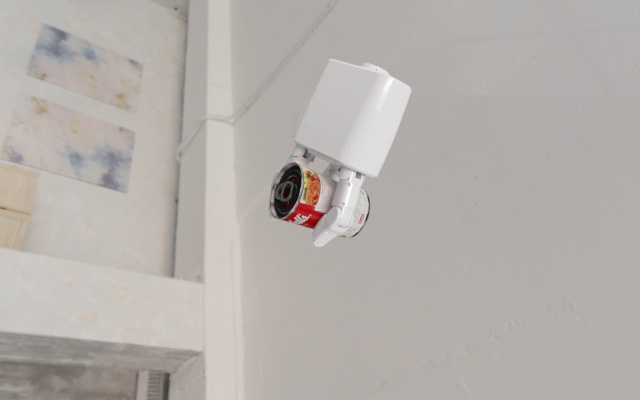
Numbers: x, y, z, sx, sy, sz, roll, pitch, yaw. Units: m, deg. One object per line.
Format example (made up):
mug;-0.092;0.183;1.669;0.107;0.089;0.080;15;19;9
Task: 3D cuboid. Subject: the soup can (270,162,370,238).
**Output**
soup can;0.000;0.002;0.570;0.102;0.068;0.068;18;-10;-33
